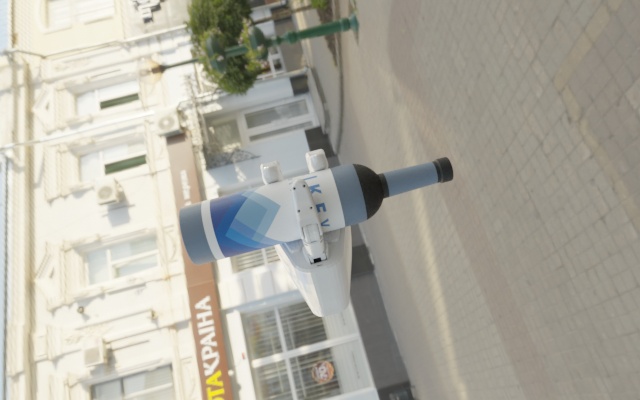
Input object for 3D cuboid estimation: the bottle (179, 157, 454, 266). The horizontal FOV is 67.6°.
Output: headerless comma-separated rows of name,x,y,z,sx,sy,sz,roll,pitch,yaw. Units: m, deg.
bottle,0.000,0.002,0.524,0.296,0.069,0.069,-15,0,-2
